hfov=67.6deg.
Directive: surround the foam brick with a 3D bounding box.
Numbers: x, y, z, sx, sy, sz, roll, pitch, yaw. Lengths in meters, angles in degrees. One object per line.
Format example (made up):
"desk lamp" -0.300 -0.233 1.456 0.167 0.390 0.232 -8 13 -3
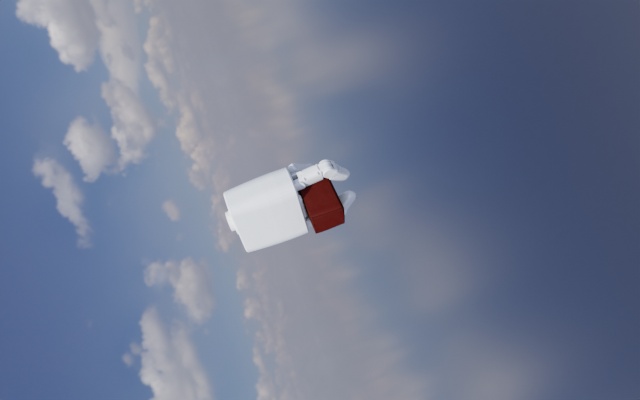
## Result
"foam brick" 0.000 0.003 0.747 0.051 0.078 0.053 -21 -32 -7
